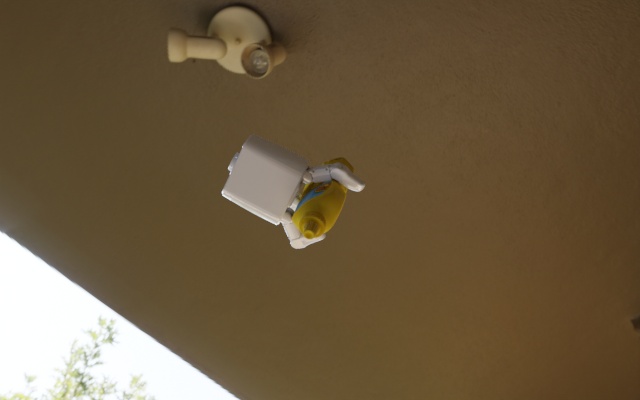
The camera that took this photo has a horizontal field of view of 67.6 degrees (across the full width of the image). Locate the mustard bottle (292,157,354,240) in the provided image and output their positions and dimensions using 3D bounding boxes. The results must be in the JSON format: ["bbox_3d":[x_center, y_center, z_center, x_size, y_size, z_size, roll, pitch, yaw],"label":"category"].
[{"bbox_3d":[0.000,0.003,0.777,0.096,0.058,0.191,-34,18,27],"label":"mustard bottle"}]
